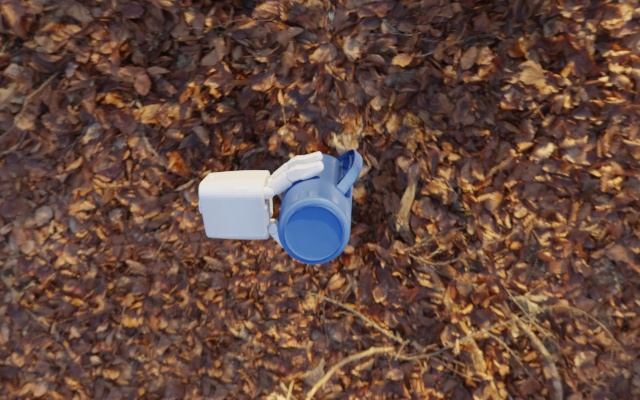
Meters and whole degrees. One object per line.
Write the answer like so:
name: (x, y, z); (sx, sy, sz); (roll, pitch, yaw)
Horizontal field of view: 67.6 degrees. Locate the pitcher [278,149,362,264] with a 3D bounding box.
pitcher: (0.000, 0.003, 0.807); (0.145, 0.149, 0.242); (0, 18, 1)
